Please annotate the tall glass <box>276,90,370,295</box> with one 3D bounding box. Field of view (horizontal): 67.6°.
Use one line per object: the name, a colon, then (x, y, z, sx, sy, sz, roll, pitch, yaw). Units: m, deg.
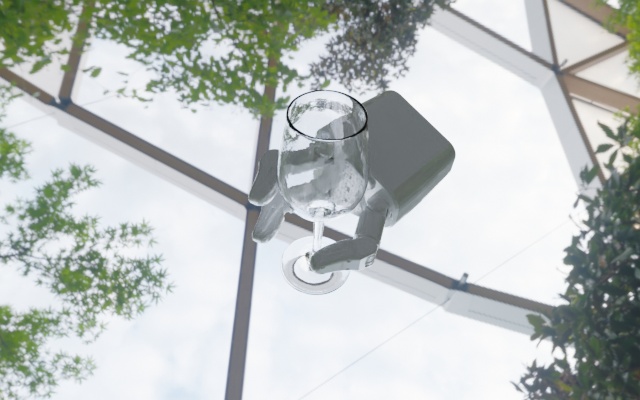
tall glass: (0.000, 0.002, 0.430, 0.079, 0.079, 0.201, 0, -41, -4)
